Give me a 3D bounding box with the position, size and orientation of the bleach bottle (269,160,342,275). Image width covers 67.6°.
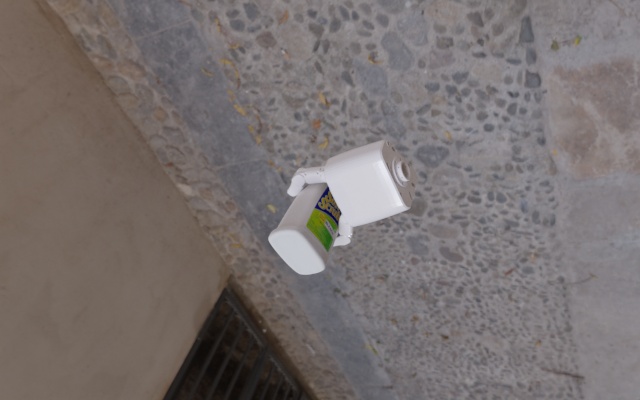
[{"bbox_3d":[0.000,0.003,0.823,0.068,0.103,0.250,-16,33,34],"label":"bleach bottle"}]
